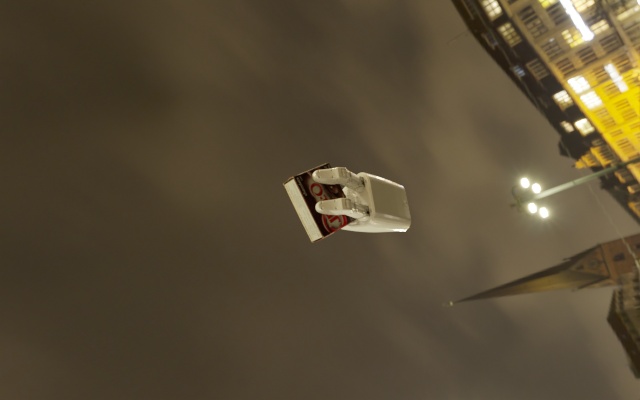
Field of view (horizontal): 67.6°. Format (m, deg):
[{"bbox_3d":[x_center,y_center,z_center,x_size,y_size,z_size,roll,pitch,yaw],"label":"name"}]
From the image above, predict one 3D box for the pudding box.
[{"bbox_3d":[0.000,0.003,0.803,0.090,0.113,0.039,-26,-4,-44],"label":"pudding box"}]
